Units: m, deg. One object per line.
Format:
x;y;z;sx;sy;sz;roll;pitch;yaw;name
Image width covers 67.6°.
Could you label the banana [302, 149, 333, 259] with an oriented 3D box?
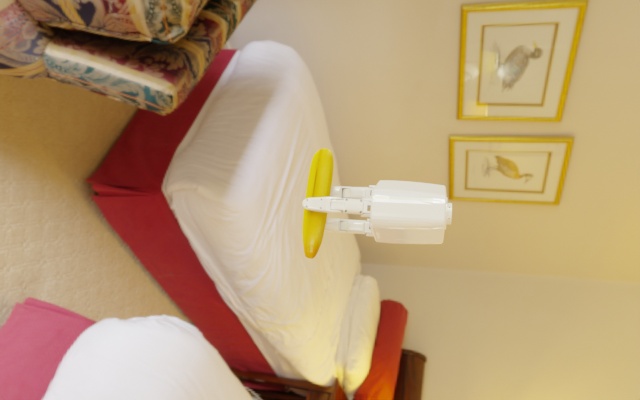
-0.002;-0.010;0.749;0.037;0.197;0.070;4;-29;9;banana
